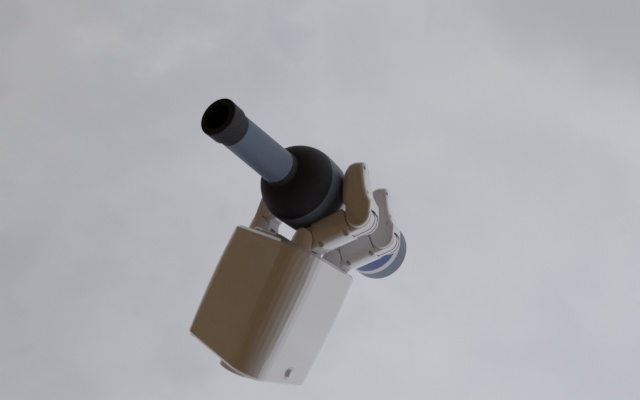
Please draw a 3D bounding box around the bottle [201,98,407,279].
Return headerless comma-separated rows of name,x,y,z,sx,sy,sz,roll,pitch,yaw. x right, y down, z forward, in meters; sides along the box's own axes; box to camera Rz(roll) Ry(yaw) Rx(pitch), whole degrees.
bottle,0.000,0.001,0.424,0.069,0.069,0.296,0,-22,29
